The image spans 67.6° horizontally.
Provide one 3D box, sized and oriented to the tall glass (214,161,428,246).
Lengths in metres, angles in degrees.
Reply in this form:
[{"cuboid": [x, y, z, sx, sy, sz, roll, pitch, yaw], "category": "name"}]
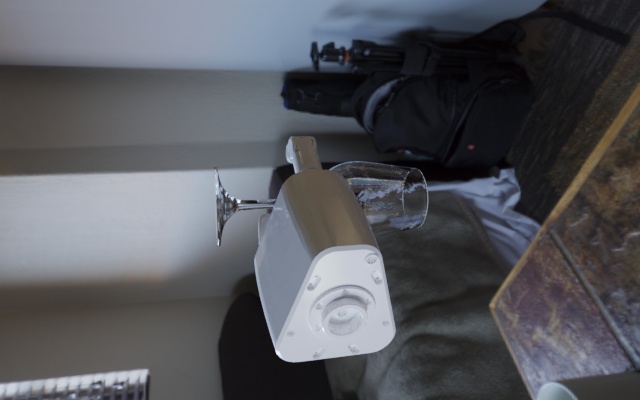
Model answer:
[{"cuboid": [-0.001, 0.001, 0.465, 0.201, 0.079, 0.079, -3, 1, -13], "category": "tall glass"}]
